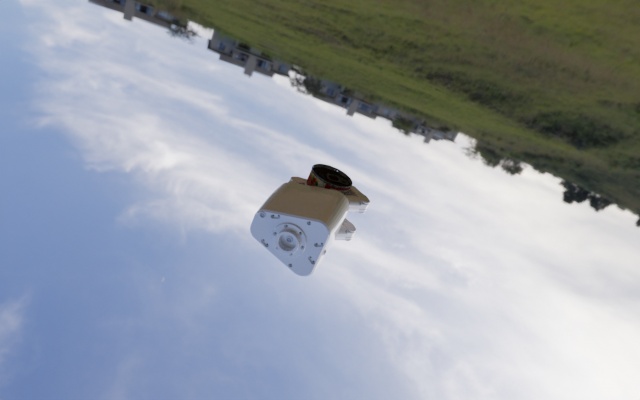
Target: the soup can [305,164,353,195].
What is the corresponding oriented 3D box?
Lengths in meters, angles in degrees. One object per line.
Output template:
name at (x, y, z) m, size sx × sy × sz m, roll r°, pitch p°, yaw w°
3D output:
soup can at (0.000, 0.003, 0.758) m, size 0.068 × 0.102 × 0.068 m, roll 19°, pitch 26°, yaw -10°
